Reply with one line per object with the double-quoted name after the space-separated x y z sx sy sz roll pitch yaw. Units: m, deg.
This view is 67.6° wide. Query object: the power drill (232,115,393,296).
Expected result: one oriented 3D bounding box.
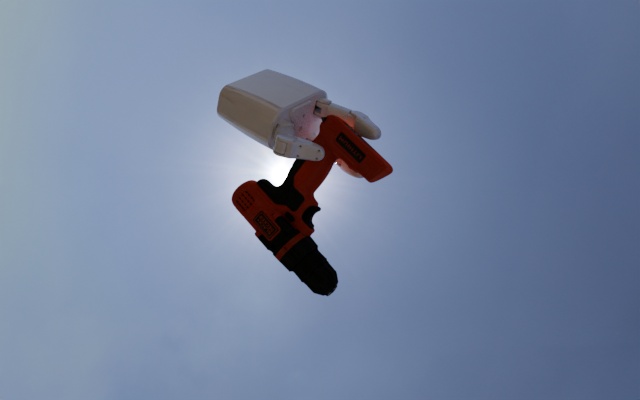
0.000 0.001 0.602 0.188 0.184 0.057 -46 -9 12 "power drill"
